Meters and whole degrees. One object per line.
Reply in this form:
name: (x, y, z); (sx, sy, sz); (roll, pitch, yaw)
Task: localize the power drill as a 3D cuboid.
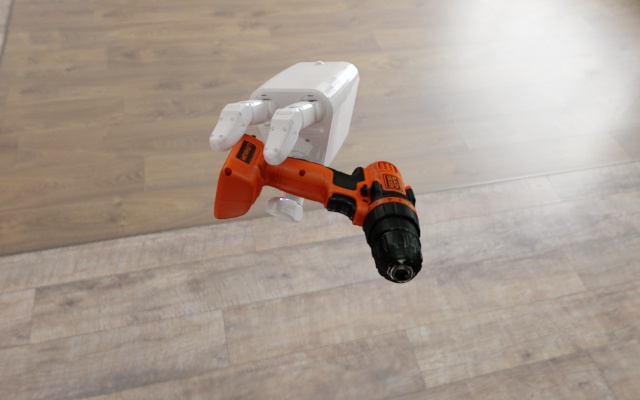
power drill: (0.000, 0.001, 0.452); (0.187, 0.057, 0.184); (14, 26, -6)
